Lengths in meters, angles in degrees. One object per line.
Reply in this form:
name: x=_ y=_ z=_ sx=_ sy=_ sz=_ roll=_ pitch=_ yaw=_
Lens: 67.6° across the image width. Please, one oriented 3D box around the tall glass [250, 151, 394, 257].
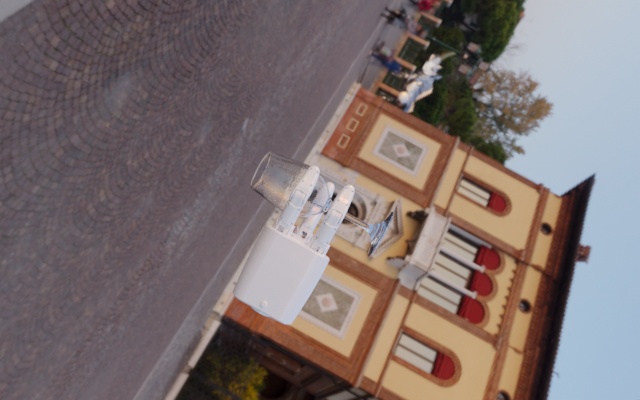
tall glass: x=0.001 y=0.002 z=0.694 sx=0.201 sy=0.079 sz=0.079 roll=29 pitch=1 yaw=1
